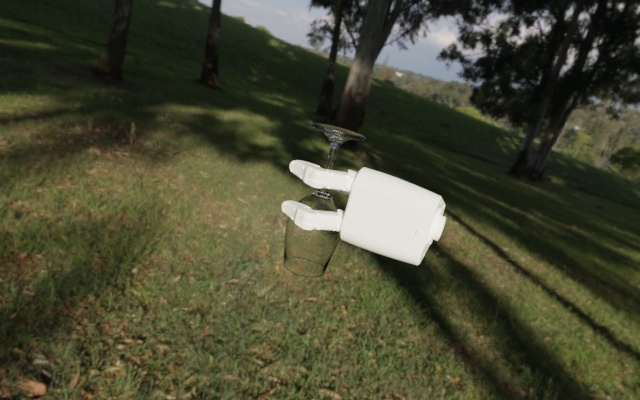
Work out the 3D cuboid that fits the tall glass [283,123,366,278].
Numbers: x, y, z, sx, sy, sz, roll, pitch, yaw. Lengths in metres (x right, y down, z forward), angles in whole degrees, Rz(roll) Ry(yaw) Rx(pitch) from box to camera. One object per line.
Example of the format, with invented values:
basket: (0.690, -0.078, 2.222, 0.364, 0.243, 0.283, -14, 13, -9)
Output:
tall glass: (0.000, 0.001, 0.650, 0.079, 0.201, 0.079, 13, 16, -4)
